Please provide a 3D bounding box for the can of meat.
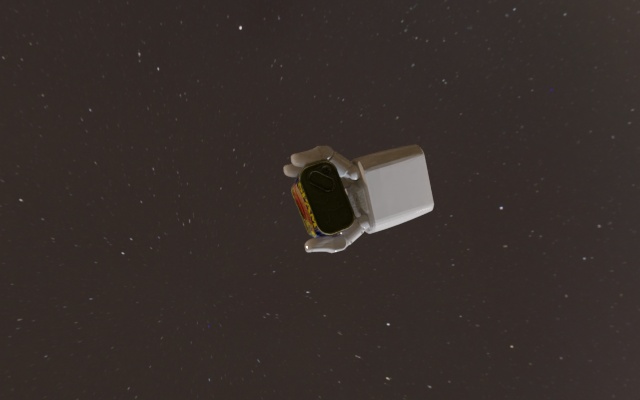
[{"bbox_3d":[0.000,0.002,0.700,0.057,0.102,0.084,-20,-5,-16],"label":"can of meat"}]
